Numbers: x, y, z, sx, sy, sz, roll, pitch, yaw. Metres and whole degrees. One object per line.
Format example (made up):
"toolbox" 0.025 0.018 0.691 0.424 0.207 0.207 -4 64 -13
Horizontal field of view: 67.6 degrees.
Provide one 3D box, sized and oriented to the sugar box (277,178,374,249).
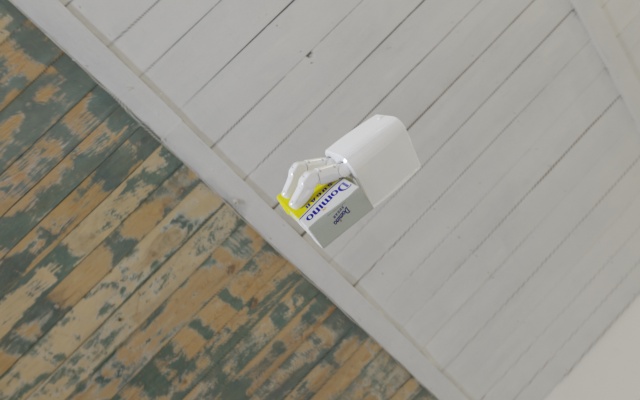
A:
"sugar box" 0.000 0.002 0.719 0.093 0.048 0.176 -39 21 -7
